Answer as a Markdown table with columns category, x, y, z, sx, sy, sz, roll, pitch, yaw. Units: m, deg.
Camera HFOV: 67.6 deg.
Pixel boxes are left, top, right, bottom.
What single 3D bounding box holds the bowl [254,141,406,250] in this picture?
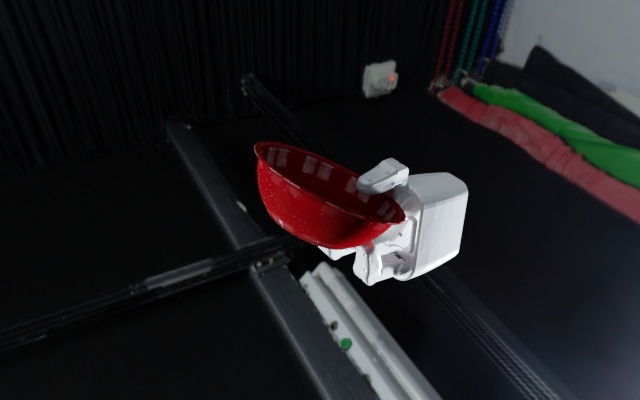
| category | x | y | z | sx | sy | sz | roll | pitch | yaw |
| --- | --- | --- | --- | --- | --- | --- | --- | --- | --- |
| bowl | -0.001 | 0.002 | 0.471 | 0.162 | 0.055 | 0.162 | 25 | 16 | -7 |
